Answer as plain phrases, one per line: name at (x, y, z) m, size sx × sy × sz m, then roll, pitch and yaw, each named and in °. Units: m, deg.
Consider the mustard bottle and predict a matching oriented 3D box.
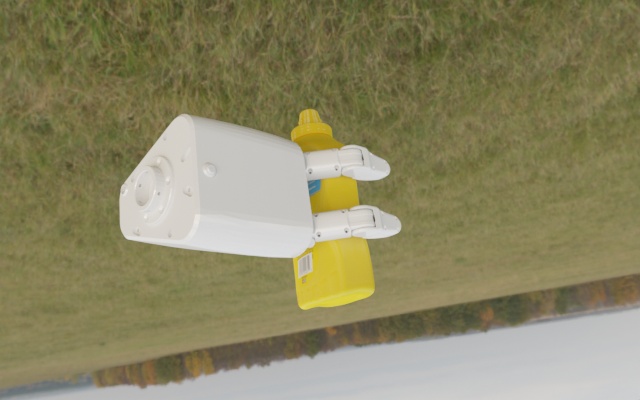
mustard bottle at (0.000, 0.002, 0.455) m, size 0.058 × 0.191 × 0.096 m, roll 0°, pitch -19°, yaw -25°
